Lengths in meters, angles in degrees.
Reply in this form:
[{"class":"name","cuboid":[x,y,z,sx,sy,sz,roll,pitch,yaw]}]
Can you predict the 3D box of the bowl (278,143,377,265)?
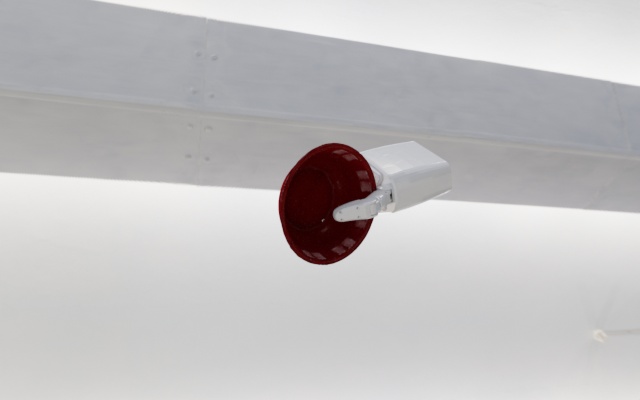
[{"class":"bowl","cuboid":[-0.001,0.002,0.640,0.162,0.162,0.055,0,9,-39]}]
